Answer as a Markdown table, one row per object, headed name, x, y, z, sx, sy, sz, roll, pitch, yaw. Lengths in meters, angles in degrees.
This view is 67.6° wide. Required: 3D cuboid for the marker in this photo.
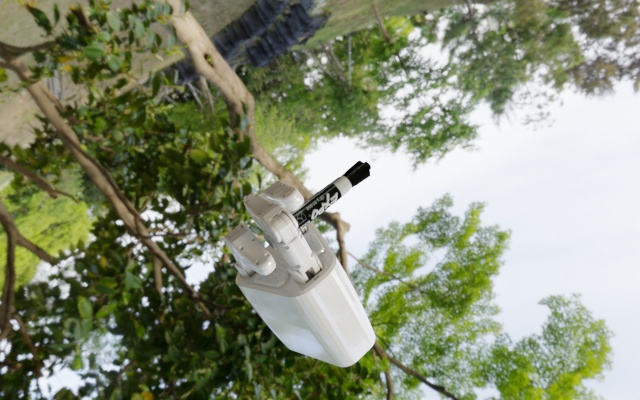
| name | x | y | z | sx | sy | sz | roll | pitch | yaw |
| --- | --- | --- | --- | --- | --- | --- | --- | --- | --- |
| marker | 0.000 | 0.001 | 0.438 | 0.121 | 0.020 | 0.020 | -38 | 13 | -18 |
